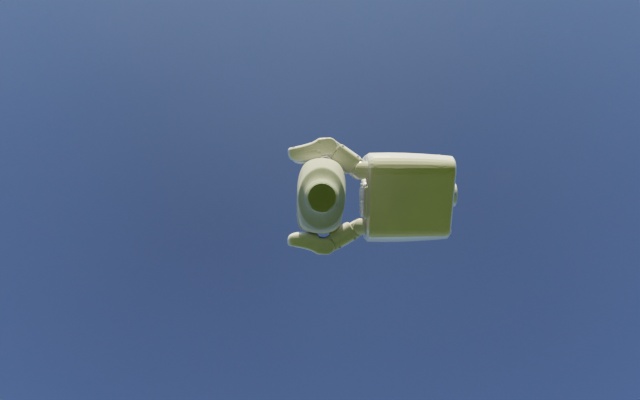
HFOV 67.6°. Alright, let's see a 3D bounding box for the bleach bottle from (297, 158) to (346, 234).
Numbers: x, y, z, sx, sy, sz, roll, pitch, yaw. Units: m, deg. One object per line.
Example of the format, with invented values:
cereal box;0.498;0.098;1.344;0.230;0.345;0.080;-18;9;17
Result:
bleach bottle;0.000;0.002;0.590;0.068;0.102;0.251;1;2;-1
